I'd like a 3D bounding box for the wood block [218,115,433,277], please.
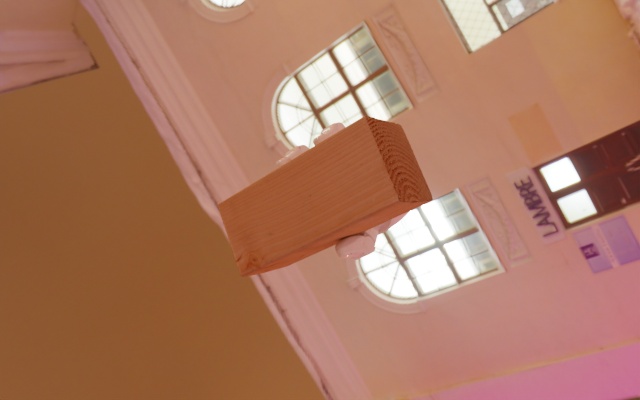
[{"bbox_3d":[0.000,0.002,0.517,0.206,0.091,0.090,-28,-13,30],"label":"wood block"}]
